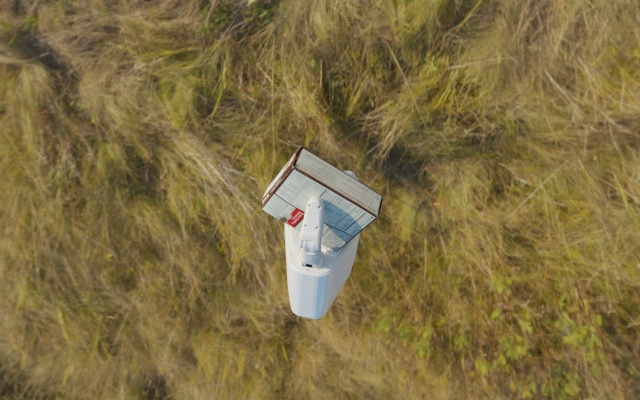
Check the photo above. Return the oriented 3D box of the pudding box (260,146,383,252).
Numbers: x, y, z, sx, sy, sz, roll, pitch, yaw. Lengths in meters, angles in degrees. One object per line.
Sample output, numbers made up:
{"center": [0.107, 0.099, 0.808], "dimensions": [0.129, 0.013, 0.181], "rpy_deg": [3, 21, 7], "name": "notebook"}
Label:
{"center": [0.000, 0.002, 0.543], "dimensions": [0.113, 0.039, 0.090], "rpy_deg": [29, -44, -14], "name": "pudding box"}
